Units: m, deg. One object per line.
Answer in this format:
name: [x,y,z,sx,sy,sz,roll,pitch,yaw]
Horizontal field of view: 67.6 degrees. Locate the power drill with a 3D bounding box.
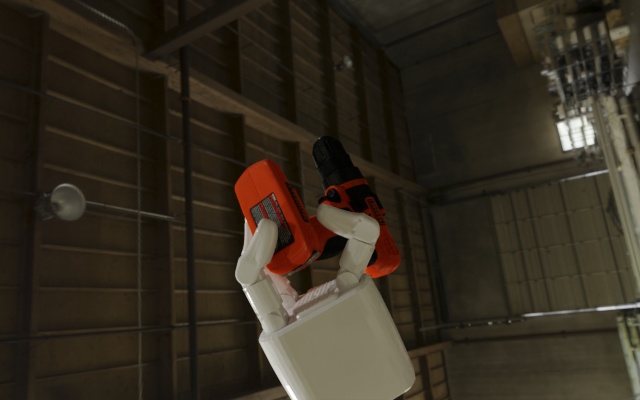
power drill: [0.000,0.002,0.510,0.057,0.184,0.187,-37,-21,30]
